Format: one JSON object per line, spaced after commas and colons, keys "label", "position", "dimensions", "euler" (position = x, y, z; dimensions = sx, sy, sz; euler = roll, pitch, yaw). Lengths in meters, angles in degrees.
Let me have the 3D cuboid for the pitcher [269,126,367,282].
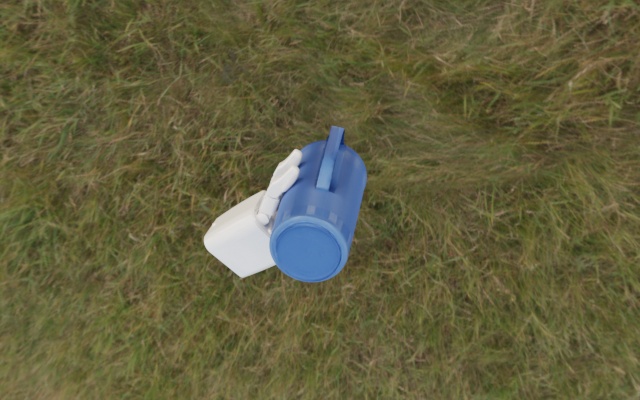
{"label": "pitcher", "position": [0.000, 0.003, 0.729], "dimensions": [0.145, 0.149, 0.242], "euler": [-27, 22, 21]}
